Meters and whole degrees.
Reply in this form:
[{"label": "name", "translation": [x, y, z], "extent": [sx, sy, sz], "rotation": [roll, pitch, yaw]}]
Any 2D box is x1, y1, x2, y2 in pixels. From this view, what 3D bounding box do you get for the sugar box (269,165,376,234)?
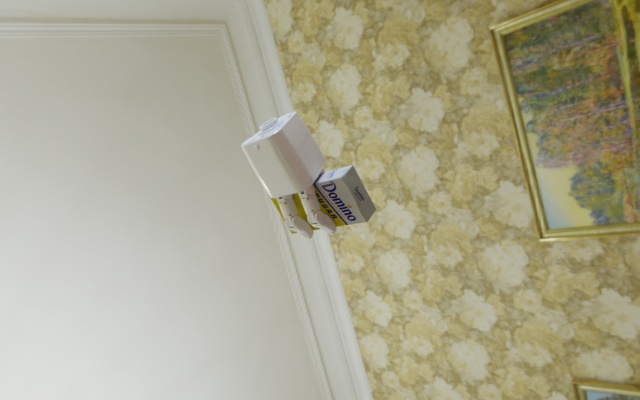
[{"label": "sugar box", "translation": [0.000, 0.003, 0.834], "extent": [0.176, 0.093, 0.048], "rotation": [-11, 27, 43]}]
